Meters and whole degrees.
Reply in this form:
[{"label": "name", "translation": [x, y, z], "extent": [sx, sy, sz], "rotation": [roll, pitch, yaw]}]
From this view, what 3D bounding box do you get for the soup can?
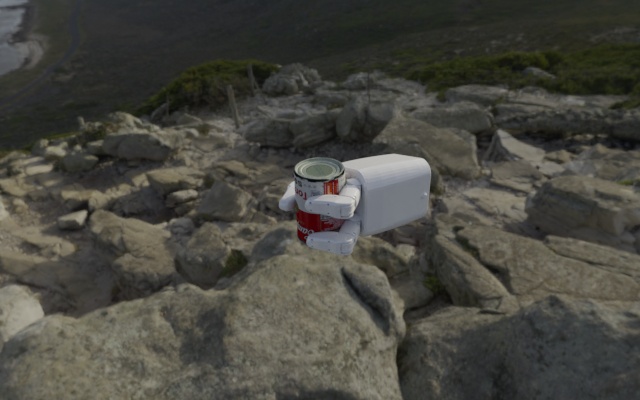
[{"label": "soup can", "translation": [0.000, 0.002, 0.638], "extent": [0.068, 0.102, 0.068], "rotation": [-1, 30, 1]}]
